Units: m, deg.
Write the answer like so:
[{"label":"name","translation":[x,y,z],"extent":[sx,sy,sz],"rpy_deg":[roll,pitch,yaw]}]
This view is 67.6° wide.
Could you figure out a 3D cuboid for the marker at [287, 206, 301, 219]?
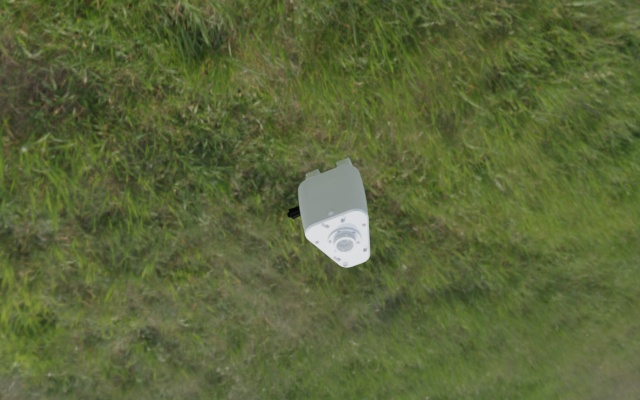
[{"label":"marker","translation":[0.000,0.003,0.791],"extent":[0.121,0.020,0.020],"rpy_deg":[-22,-4,11]}]
